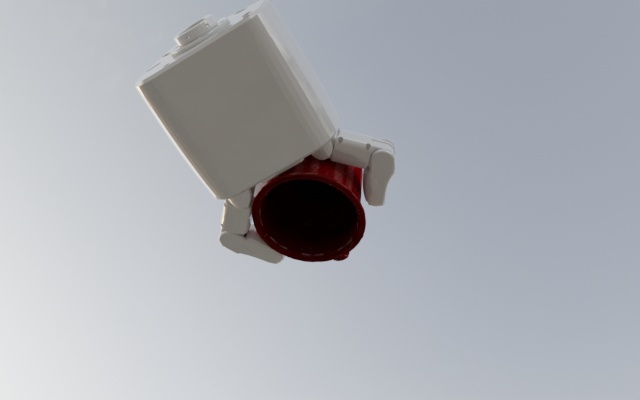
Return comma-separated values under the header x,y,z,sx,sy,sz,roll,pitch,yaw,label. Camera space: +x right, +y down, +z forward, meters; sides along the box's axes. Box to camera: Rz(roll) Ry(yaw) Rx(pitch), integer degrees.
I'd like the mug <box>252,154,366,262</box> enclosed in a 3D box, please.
x,y,z,sx,sy,sz,roll,pitch,yaw,label
0.001,0.002,0.422,0.093,0.117,0.081,-19,33,21,mug
